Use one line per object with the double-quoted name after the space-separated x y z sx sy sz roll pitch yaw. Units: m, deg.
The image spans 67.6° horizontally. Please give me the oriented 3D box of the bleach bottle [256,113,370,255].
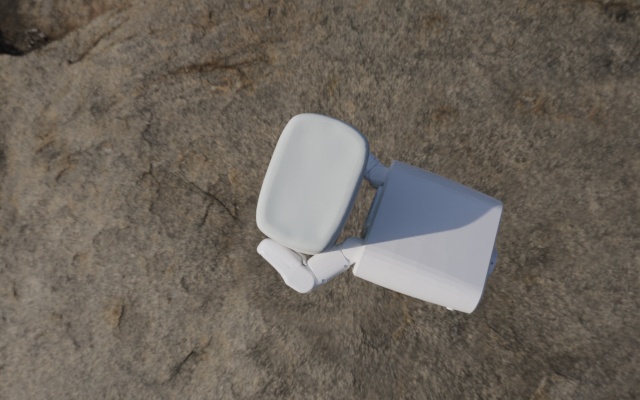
0.000 0.002 0.461 0.068 0.102 0.251 20 -5 5 "bleach bottle"
